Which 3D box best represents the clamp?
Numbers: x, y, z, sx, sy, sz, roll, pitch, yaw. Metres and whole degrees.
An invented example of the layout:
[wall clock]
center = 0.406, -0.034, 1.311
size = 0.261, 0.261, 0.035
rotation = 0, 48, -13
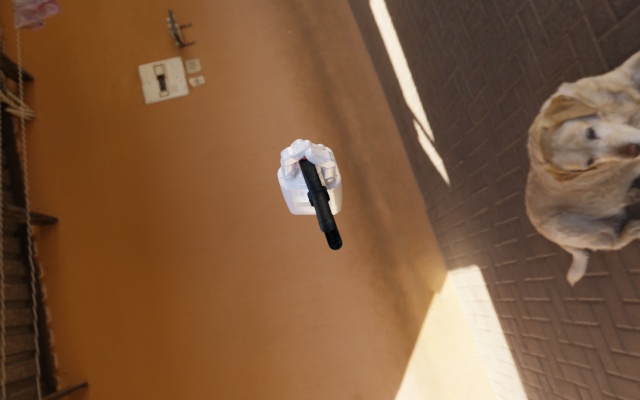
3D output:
[clamp]
center = -0.001, 0.003, 0.814
size = 0.039, 0.171, 0.120
rotation = -15, -31, -2
